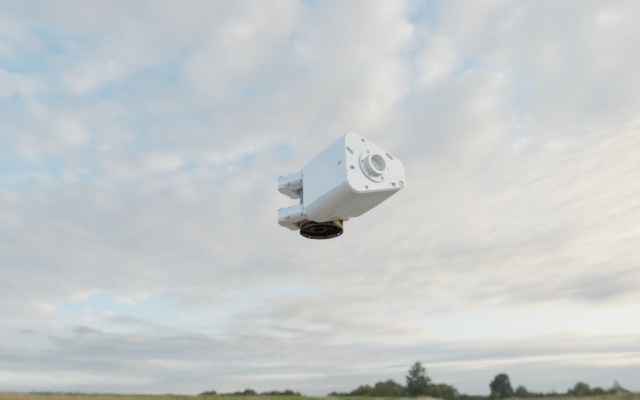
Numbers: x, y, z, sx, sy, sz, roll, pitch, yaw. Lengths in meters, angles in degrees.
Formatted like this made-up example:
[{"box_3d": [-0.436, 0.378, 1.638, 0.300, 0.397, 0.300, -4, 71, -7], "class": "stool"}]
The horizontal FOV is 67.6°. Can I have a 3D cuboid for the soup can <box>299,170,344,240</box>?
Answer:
[{"box_3d": [0.000, 0.002, 0.748, 0.068, 0.102, 0.068, -2, -24, -1], "class": "soup can"}]
